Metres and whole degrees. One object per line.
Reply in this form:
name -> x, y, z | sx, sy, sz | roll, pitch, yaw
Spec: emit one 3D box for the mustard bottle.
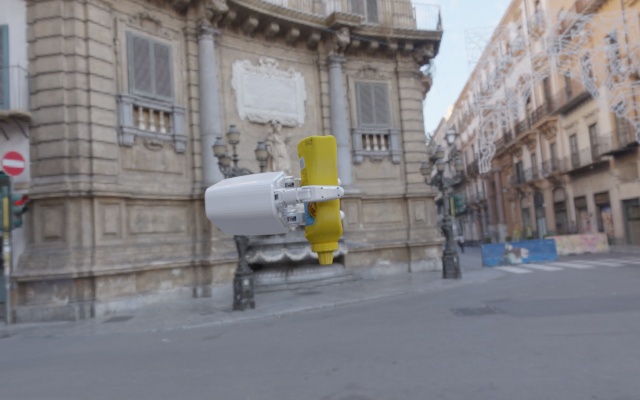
mustard bottle -> 0.000, 0.002, 0.732 | 0.058, 0.191, 0.096 | -3, -5, -16
